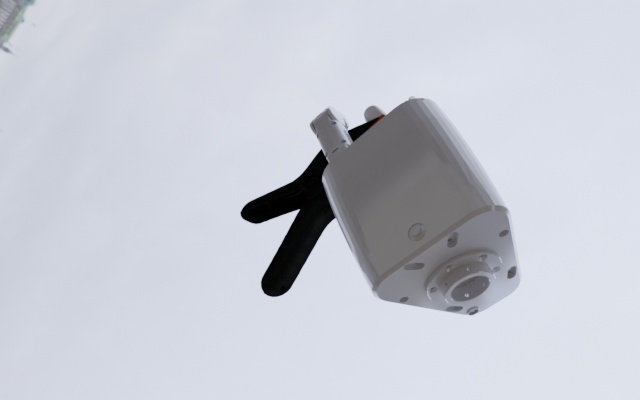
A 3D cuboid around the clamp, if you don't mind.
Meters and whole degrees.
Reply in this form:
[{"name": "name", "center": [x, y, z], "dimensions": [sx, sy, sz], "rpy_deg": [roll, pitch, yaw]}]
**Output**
[{"name": "clamp", "center": [0.001, 0.001, 0.404], "dimensions": [0.171, 0.120, 0.039], "rpy_deg": [-39, -47, 19]}]
